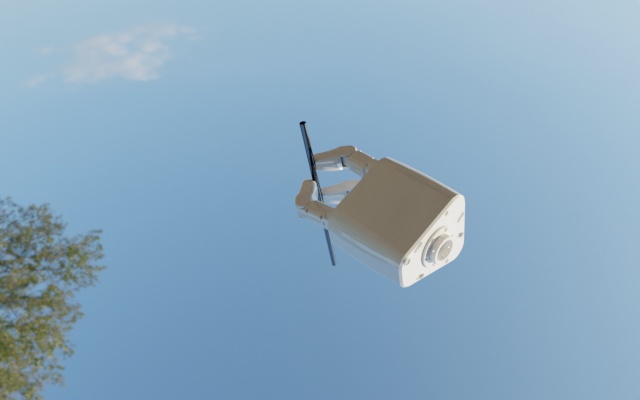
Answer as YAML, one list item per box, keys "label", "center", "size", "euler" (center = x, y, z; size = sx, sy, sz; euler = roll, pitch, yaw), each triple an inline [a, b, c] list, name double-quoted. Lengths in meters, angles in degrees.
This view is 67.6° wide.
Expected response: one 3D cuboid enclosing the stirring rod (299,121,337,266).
- label: "stirring rod"
  center: [0.000, 0.002, 0.622]
  size: [0.011, 0.240, 0.011]
  euler: [-8, 40, 6]
